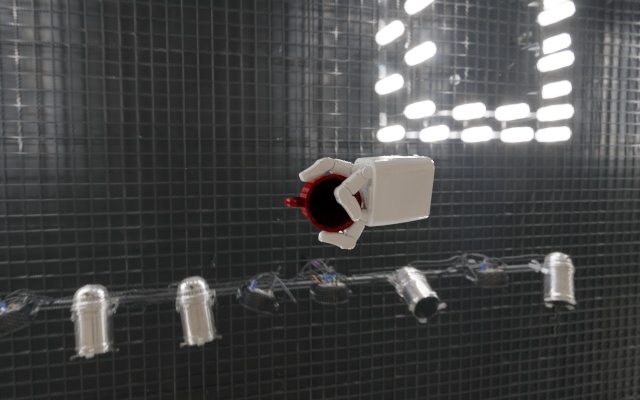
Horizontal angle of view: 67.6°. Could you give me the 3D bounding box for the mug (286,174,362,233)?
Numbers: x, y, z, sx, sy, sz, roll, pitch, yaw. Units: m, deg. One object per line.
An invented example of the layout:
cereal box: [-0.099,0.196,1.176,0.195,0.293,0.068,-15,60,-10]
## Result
mug: [-0.001,0.003,0.789,0.117,0.093,0.081,-3,5,-14]
